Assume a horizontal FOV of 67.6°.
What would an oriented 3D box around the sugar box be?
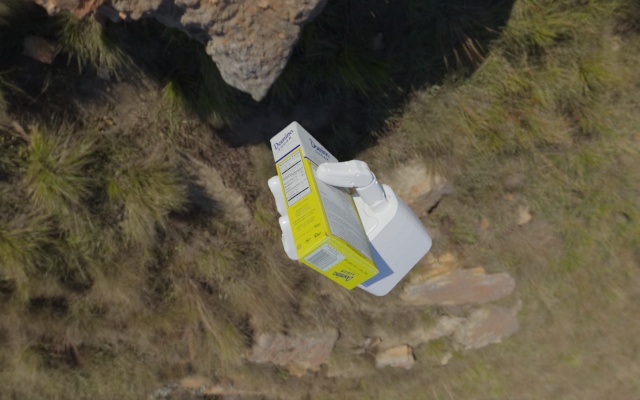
[{"bbox_3d":[0.000,0.002,0.523,0.048,0.176,0.093,-36,-46,17],"label":"sugar box"}]
